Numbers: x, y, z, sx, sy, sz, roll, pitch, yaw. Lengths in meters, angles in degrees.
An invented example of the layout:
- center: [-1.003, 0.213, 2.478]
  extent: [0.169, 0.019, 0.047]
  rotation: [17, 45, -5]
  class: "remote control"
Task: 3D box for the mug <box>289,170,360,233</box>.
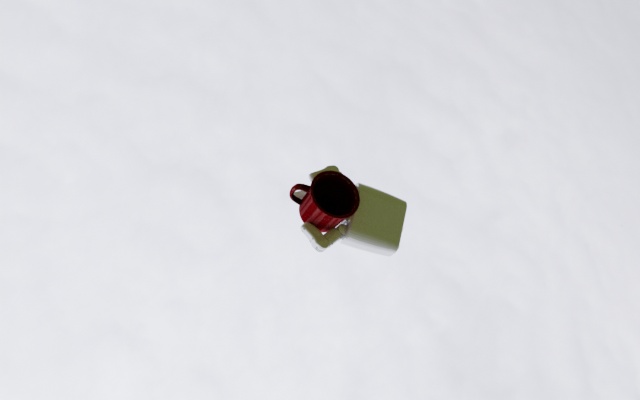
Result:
- center: [-0.001, 0.002, 0.847]
  extent: [0.117, 0.093, 0.081]
  rotation: [18, -32, -15]
  class: "mug"
